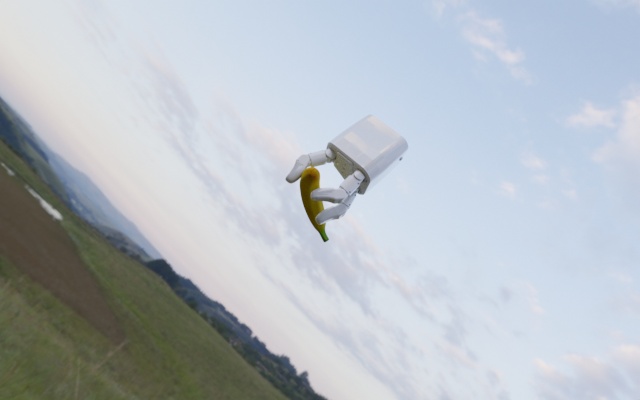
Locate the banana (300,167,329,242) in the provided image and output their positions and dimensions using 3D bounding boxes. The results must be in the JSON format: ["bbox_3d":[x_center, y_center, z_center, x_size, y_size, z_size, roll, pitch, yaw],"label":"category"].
[{"bbox_3d":[-0.010,-0.005,0.887,0.037,0.198,0.069,-34,52,-17],"label":"banana"}]
